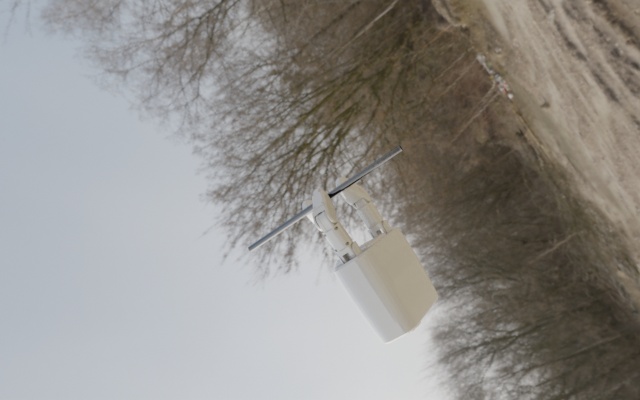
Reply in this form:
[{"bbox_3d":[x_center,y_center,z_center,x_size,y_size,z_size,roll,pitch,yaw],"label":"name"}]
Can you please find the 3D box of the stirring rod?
[{"bbox_3d":[0.000,0.002,0.598,0.239,0.011,0.011,-34,-13,19],"label":"stirring rod"}]
